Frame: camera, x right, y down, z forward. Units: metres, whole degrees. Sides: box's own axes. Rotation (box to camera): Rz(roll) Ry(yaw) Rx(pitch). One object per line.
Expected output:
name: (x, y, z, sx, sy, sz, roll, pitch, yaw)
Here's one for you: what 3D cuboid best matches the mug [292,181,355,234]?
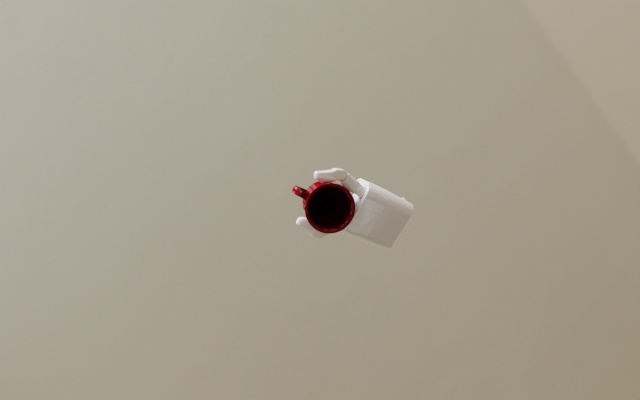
mug: (-0.001, 0.002, 0.893, 0.117, 0.093, 0.081, 23, 5, -13)
